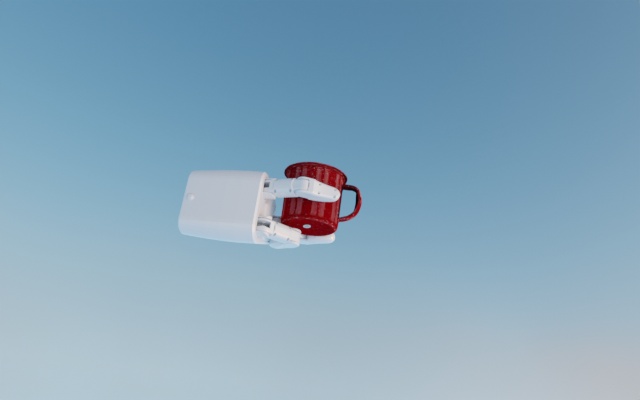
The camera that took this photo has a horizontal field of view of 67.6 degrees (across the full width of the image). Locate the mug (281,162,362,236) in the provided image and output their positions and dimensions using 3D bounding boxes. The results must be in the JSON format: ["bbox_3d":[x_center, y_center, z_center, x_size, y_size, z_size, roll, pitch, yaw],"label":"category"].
[{"bbox_3d":[0.002,0.003,0.680,0.117,0.081,0.093,4,-22,9],"label":"mug"}]
